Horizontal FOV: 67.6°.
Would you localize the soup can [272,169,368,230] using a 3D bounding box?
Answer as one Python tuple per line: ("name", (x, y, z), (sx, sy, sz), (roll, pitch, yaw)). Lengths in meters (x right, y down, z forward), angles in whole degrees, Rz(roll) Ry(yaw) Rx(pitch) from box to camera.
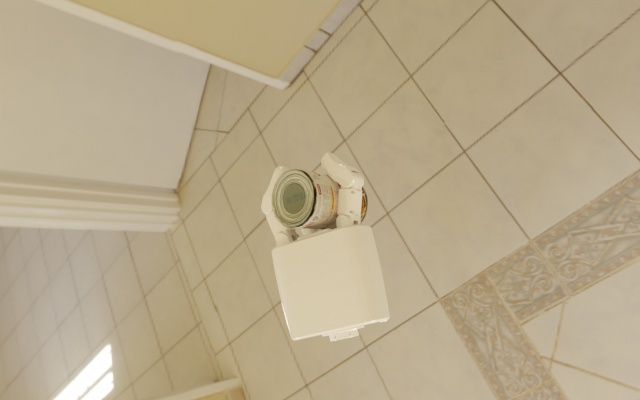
("soup can", (0.000, 0.001, 0.567), (0.068, 0.068, 0.102), (0, -5, 40))
